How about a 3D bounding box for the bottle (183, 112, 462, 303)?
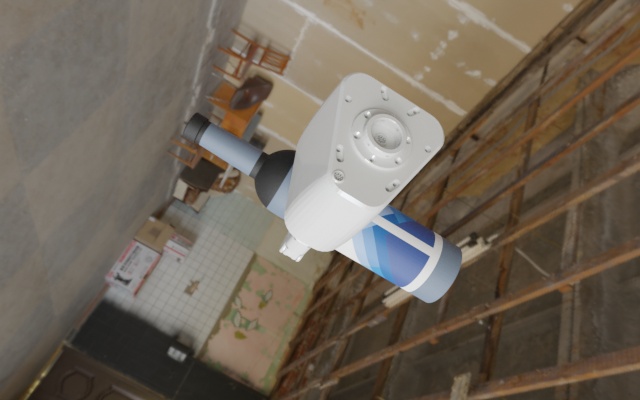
[{"bbox_3d":[0.000,0.002,0.476,0.296,0.069,0.069,31,-4,-7],"label":"bottle"}]
